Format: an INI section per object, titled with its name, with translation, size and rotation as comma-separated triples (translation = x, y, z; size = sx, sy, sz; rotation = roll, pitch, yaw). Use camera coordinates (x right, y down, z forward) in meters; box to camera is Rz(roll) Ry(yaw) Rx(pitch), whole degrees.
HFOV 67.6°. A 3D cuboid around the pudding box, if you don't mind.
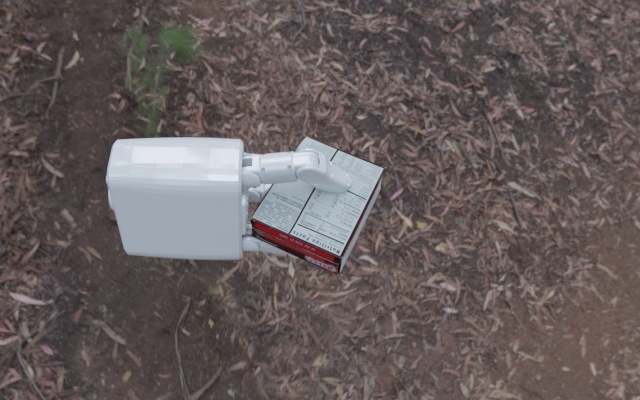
[pudding box]
translation = 0.000, 0.001, 0.446
size = 0.090, 0.113, 0.039
rotation = 24, -30, 10
